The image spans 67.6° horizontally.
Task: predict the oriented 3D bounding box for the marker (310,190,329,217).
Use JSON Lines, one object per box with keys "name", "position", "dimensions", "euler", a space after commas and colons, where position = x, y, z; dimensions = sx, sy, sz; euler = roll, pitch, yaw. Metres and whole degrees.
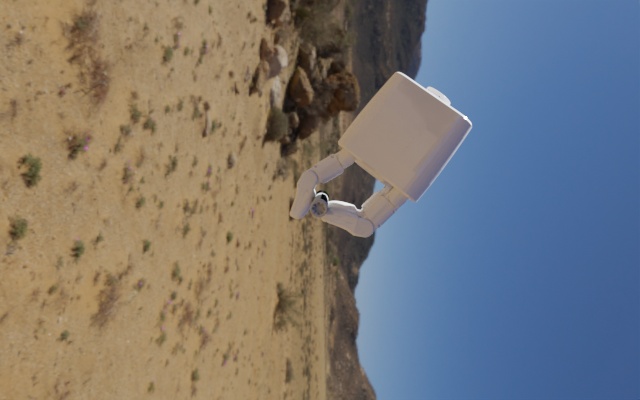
{"name": "marker", "position": [0.000, 0.002, 0.560], "dimensions": [0.020, 0.020, 0.121], "euler": [0, 6, 2]}
